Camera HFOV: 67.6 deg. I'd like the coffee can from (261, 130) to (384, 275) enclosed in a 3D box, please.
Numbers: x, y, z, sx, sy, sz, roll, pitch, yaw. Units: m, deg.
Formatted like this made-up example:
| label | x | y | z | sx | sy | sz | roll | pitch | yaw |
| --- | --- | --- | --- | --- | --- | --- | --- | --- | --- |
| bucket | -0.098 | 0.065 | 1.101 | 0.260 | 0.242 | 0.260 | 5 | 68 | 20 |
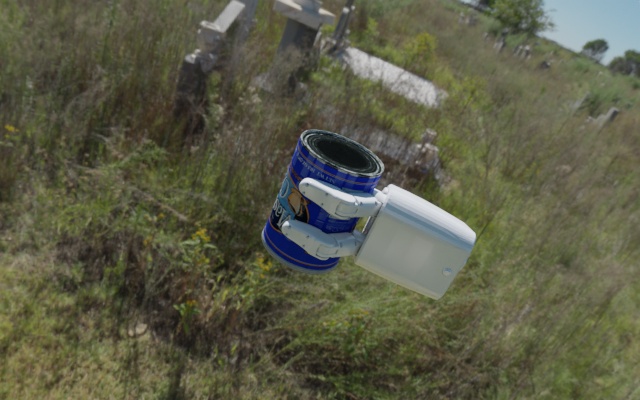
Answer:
| label | x | y | z | sx | sy | sz | roll | pitch | yaw |
| --- | --- | --- | --- | --- | --- | --- | --- | --- | --- |
| coffee can | 0.000 | 0.002 | 0.568 | 0.103 | 0.140 | 0.102 | 19 | 27 | -10 |
